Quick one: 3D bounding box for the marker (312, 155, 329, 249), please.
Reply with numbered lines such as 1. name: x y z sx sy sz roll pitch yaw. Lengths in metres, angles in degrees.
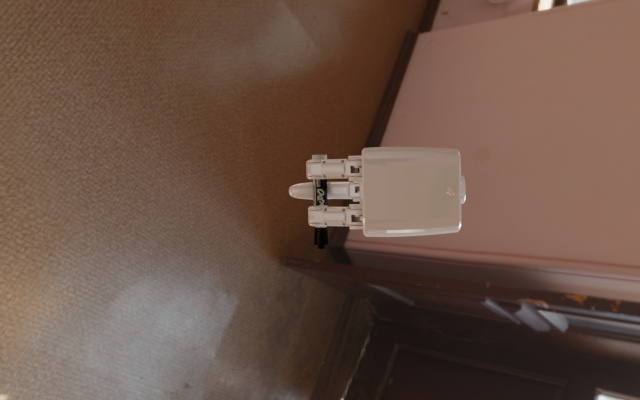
1. marker: 0.000 0.002 0.613 0.020 0.121 0.020 -1 4 0
